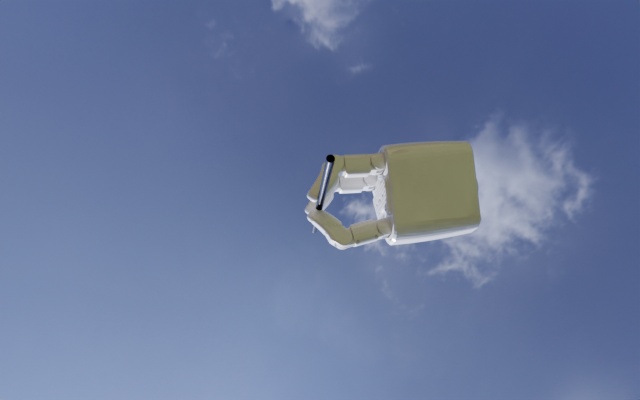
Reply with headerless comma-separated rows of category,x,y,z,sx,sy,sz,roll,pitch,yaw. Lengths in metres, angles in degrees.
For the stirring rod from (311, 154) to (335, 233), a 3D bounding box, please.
stirring rod,0.000,0.002,0.535,0.011,0.011,0.240,0,-19,-4
